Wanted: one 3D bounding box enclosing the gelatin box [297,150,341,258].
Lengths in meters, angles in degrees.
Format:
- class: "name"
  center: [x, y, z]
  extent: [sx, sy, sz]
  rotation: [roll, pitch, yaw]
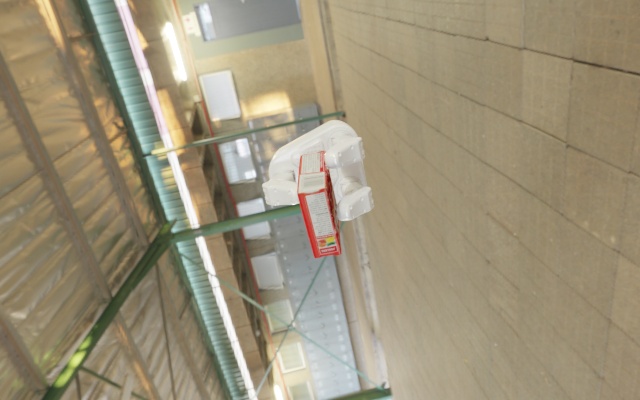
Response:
- class: "gelatin box"
  center: [0.000, 0.002, 0.472]
  extent: [0.030, 0.073, 0.089]
  rotation: [-10, 28, 5]
